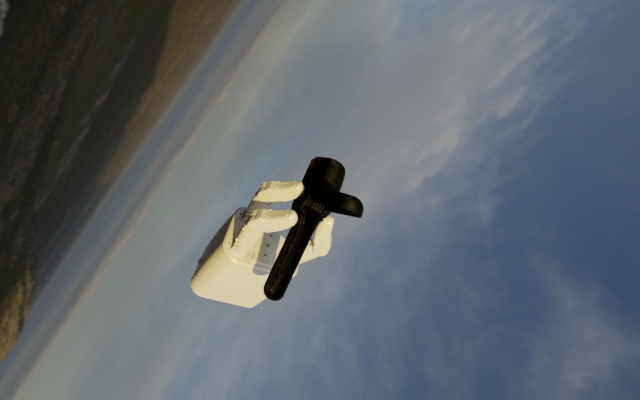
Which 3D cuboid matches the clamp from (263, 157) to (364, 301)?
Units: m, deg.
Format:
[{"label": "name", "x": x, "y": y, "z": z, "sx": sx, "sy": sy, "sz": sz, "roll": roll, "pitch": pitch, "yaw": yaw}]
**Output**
[{"label": "clamp", "x": 0.001, "y": 0.002, "z": 0.573, "sx": 0.036, "sy": 0.209, "sz": 0.165, "roll": 33, "pitch": -53, "yaw": -17}]
